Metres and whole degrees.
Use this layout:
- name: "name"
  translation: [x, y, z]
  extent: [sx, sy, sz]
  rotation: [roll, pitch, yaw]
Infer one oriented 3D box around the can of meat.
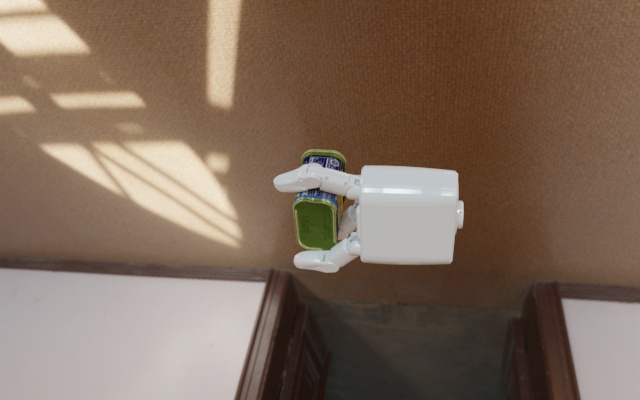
- name: "can of meat"
  translation: [0.000, 0.002, 0.597]
  extent: [0.057, 0.084, 0.102]
  rotation: [4, -41, 7]
